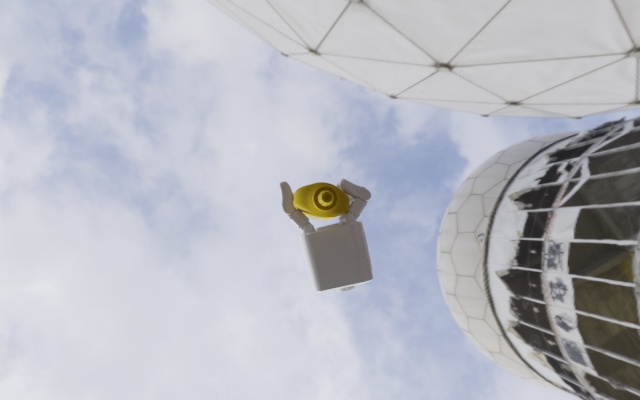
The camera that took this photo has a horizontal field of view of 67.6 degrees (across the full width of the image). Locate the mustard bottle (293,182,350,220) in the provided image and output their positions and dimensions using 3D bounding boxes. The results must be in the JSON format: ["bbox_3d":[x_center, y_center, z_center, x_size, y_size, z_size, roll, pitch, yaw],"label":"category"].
[{"bbox_3d":[0.000,0.002,0.841,0.096,0.058,0.191,11,-5,-5],"label":"mustard bottle"}]
